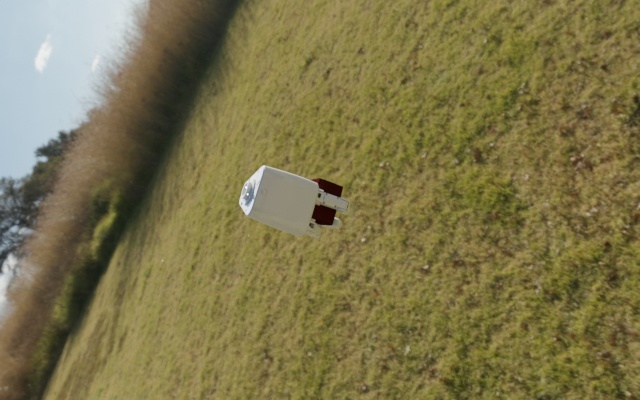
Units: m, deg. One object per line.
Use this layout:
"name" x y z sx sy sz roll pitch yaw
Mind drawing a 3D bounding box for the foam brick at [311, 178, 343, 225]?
"foam brick" 0.000 0.003 0.885 0.051 0.078 0.053 20 -10 -22
